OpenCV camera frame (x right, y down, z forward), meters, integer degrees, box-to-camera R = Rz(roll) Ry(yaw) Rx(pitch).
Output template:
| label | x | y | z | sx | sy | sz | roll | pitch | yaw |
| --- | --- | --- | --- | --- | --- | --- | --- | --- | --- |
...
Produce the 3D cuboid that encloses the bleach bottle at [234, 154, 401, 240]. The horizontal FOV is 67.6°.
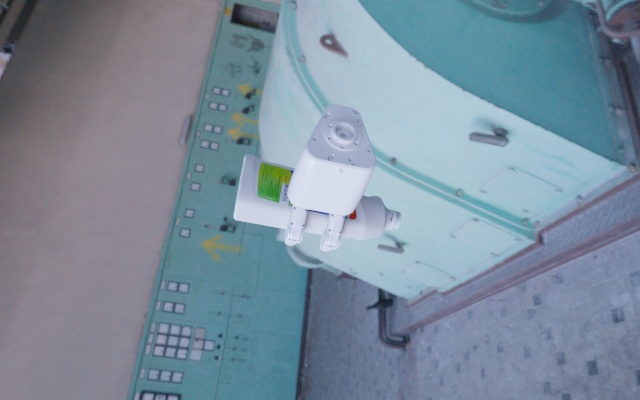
| label | x | y | z | sx | sy | sz | roll | pitch | yaw |
| --- | --- | --- | --- | --- | --- | --- | --- | --- | --- |
| bleach bottle | 0.000 | 0.002 | 0.731 | 0.251 | 0.102 | 0.068 | 10 | -36 | -9 |
